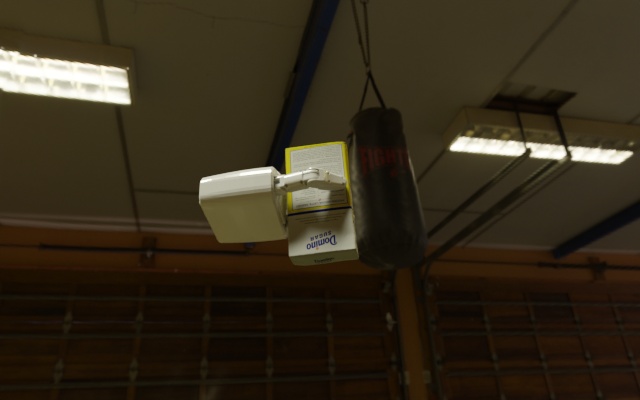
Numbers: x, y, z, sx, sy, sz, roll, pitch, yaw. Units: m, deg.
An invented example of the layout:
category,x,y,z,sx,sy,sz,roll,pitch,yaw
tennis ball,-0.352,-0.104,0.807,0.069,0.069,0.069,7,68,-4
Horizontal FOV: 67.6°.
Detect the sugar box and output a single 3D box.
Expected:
category,x,y,z,sx,sy,sz,roll,pitch,yaw
sugar box,0.000,0.002,0.685,0.093,0.176,0.048,-7,-26,7
